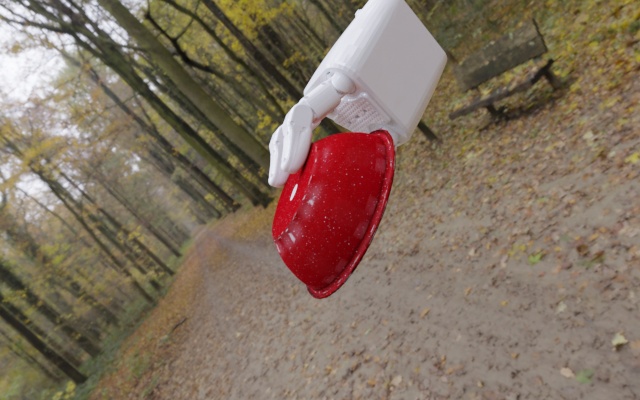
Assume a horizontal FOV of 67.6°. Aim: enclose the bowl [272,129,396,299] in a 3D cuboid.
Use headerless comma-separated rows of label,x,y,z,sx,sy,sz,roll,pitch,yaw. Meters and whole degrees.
bowl,-0.001,0.002,0.420,0.055,0.162,0.162,22,-6,-16
